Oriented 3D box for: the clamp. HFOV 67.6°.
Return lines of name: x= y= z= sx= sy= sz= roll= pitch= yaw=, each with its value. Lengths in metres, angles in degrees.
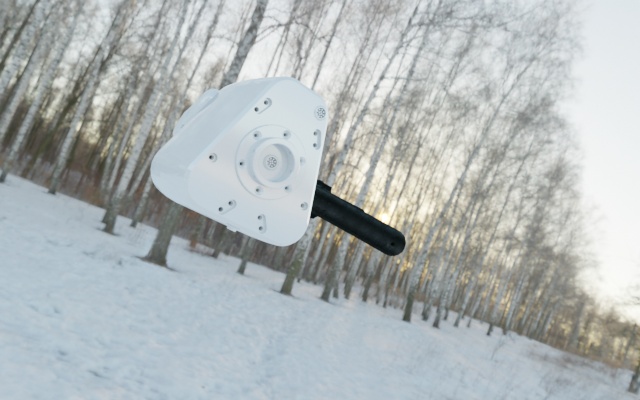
clamp: x=0.000 y=0.001 z=0.450 sx=0.171 sy=0.039 sz=0.120 roll=25 pitch=-2 yaw=-28
